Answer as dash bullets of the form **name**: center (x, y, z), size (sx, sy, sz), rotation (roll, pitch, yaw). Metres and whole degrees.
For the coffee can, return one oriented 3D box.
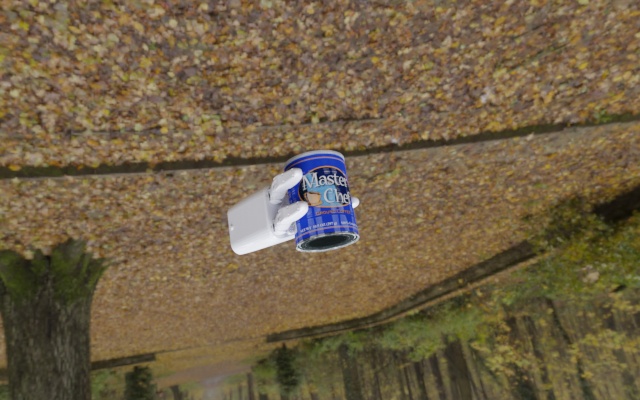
- **coffee can**: center (0.000, 0.002, 0.775), size (0.103, 0.140, 0.103), rotation (-9, -19, -3)
